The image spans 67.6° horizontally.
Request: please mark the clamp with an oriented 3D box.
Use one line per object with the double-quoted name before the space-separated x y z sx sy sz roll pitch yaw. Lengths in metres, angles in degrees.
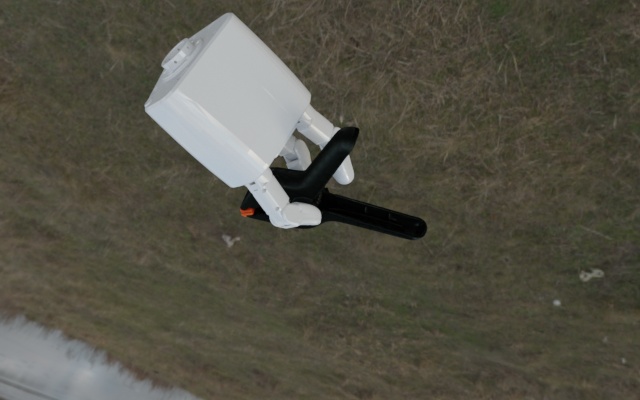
"clamp" -0.001 0.002 0.515 0.210 0.036 0.165 -12 -43 41
